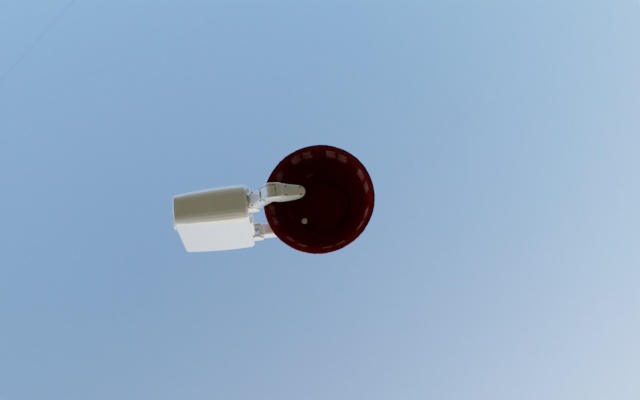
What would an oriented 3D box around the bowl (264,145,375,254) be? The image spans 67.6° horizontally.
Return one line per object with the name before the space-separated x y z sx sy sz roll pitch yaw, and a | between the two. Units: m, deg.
bowl | 0.001 0.003 0.706 0.162 0.162 0.055 0 -14 8
